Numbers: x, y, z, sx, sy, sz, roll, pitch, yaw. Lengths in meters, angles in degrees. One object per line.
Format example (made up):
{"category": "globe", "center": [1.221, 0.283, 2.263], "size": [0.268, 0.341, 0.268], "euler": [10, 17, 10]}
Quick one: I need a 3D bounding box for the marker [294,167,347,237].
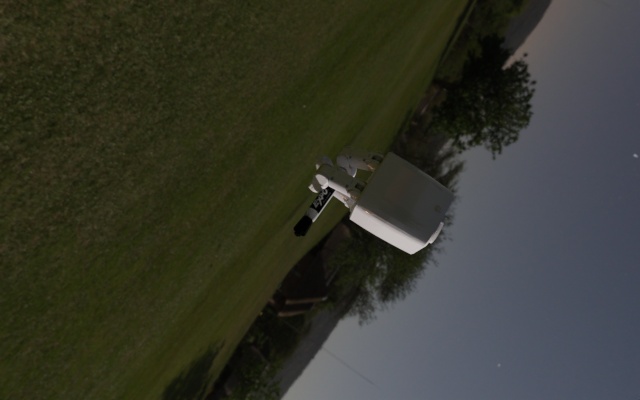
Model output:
{"category": "marker", "center": [0.000, 0.002, 0.657], "size": [0.020, 0.121, 0.020], "euler": [27, -29, 16]}
